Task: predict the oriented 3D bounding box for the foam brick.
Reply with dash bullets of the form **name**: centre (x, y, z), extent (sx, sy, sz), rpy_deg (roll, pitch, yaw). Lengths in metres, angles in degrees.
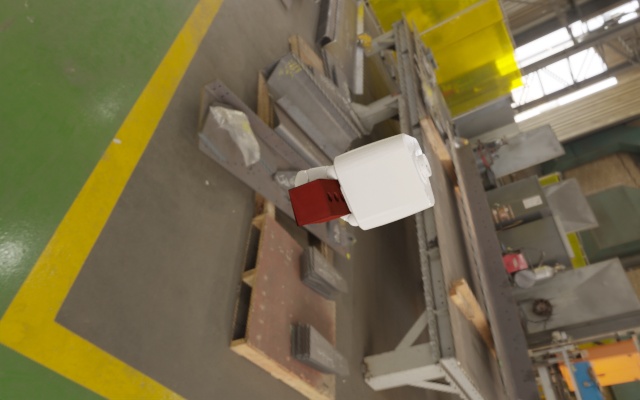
- **foam brick**: centre (0.000, 0.002, 0.657), extent (0.051, 0.053, 0.078), rpy_deg (-18, -6, 24)
